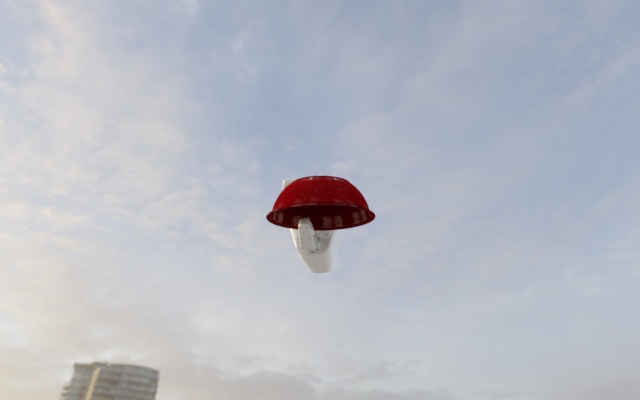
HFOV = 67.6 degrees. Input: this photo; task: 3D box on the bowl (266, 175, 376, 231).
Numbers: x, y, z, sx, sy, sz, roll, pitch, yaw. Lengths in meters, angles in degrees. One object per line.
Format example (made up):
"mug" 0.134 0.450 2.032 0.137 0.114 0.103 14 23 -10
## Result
"bowl" 0.000 0.002 0.712 0.162 0.055 0.162 -1 -15 0
